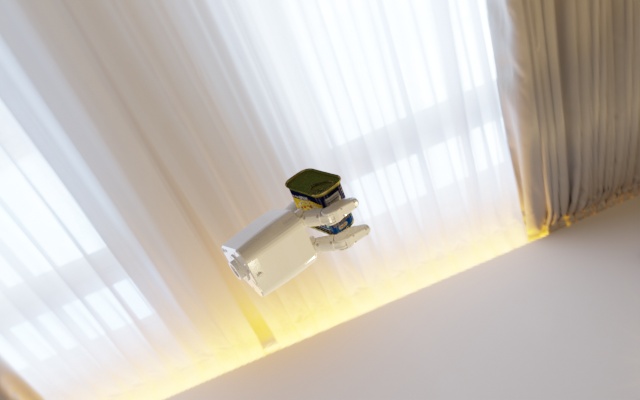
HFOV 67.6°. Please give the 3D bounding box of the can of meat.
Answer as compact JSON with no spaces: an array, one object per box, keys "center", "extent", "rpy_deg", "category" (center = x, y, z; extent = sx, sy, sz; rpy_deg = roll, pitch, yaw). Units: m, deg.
[{"center":[0.000,0.003,0.769],"extent":[0.057,0.084,0.102],"rpy_deg":[-37,32,-26],"category":"can of meat"}]
